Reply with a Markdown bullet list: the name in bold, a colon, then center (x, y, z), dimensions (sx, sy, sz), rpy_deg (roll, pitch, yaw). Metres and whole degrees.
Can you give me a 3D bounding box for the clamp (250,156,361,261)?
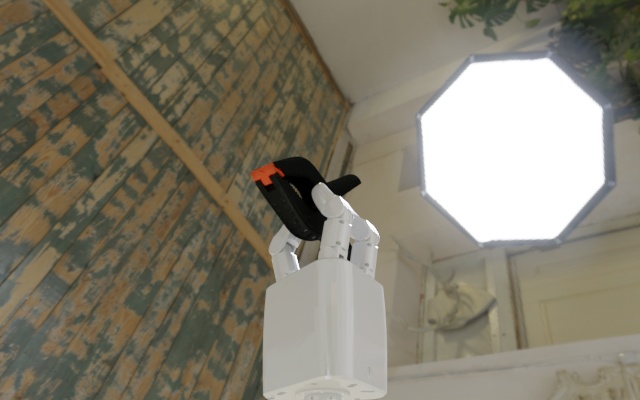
- **clamp**: center (-0.001, 0.002, 0.545), dimensions (0.036, 0.164, 0.210), rpy_deg (-21, -39, 27)
